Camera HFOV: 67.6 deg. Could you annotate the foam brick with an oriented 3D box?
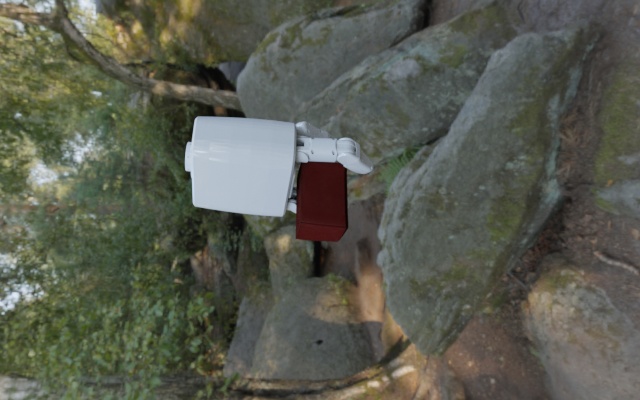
[{"bbox_3d":[0.000,0.002,0.532,0.051,0.078,0.053,4,-25,-9],"label":"foam brick"}]
